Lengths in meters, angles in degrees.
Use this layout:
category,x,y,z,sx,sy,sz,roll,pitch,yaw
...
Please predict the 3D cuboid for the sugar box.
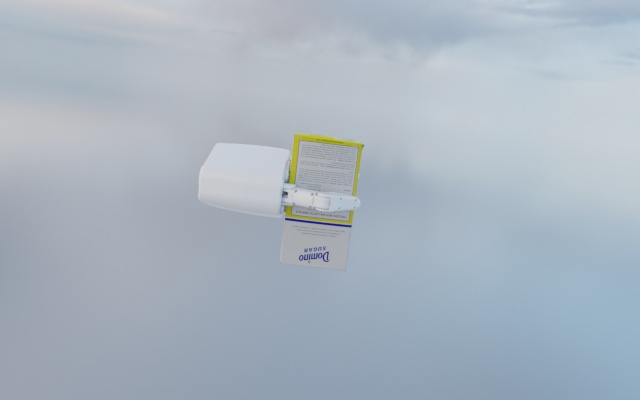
category,x,y,z,sx,sy,sz,roll,pitch,yaw
sugar box,0.000,0.002,0.648,0.093,0.176,0.048,7,12,-3
